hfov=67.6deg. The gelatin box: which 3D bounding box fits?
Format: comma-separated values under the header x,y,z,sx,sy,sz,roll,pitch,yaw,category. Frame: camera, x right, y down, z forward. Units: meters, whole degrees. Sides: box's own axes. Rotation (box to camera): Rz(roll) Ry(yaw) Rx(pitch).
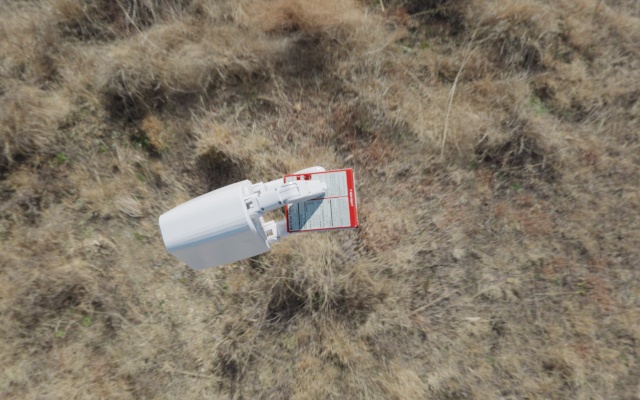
x,y,z,sx,sy,sz,roll,pitch,yaw,category
0.000,0.002,0.598,0.089,0.073,0.030,-6,-8,8,gelatin box
